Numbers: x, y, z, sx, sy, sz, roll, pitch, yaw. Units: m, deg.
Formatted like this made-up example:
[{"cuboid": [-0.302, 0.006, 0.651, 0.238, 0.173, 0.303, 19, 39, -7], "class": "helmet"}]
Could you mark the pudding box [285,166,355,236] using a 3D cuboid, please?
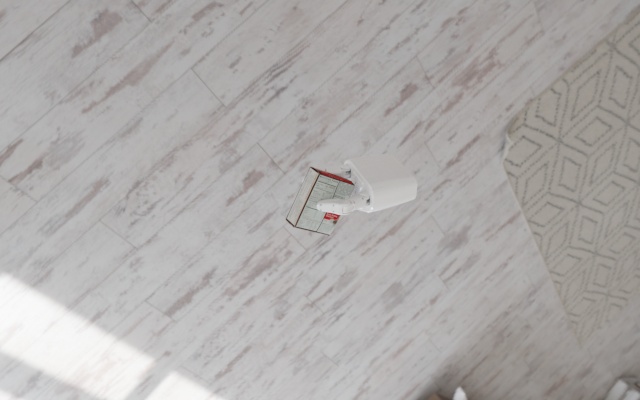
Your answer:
[{"cuboid": [0.000, 0.003, 0.877, 0.090, 0.113, 0.039, 17, 13, -37], "class": "pudding box"}]
